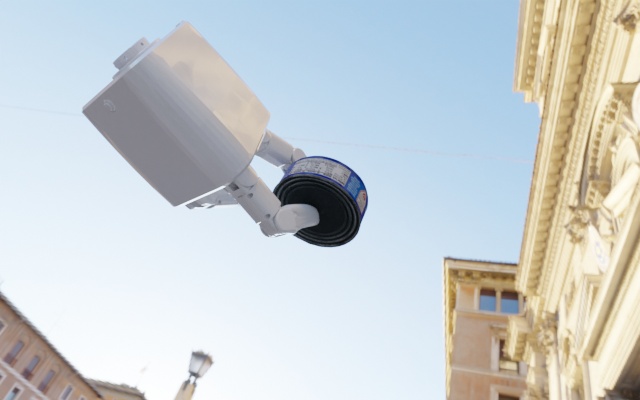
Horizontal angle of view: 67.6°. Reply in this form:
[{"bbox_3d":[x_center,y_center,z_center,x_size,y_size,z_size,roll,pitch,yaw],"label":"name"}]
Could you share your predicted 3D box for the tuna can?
[{"bbox_3d":[0.000,0.001,0.442,0.086,0.086,0.033,0,39,25],"label":"tuna can"}]
